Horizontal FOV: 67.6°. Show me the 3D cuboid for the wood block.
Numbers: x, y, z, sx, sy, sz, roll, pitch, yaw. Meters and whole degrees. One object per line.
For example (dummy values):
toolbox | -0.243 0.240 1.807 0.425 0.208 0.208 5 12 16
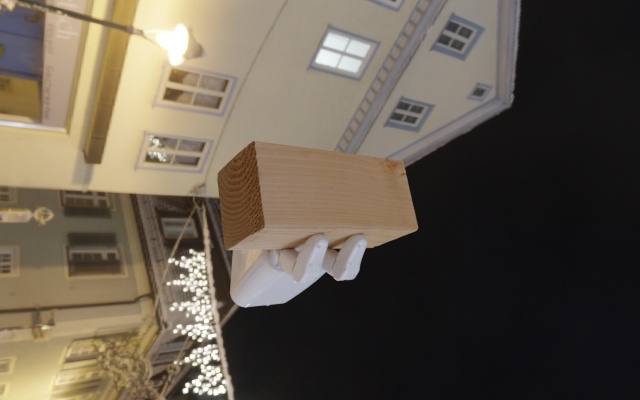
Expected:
wood block | 0.000 0.002 0.541 0.206 0.090 0.090 3 -21 -37
